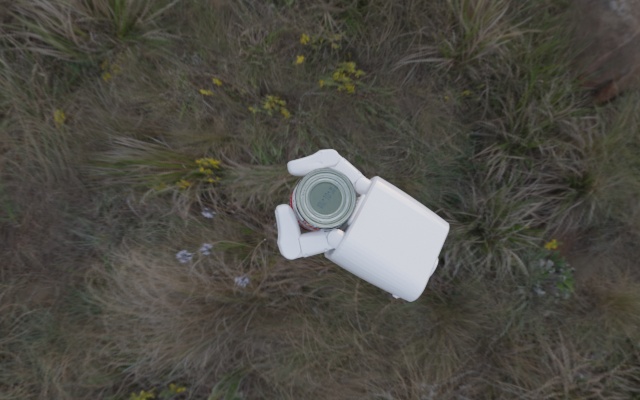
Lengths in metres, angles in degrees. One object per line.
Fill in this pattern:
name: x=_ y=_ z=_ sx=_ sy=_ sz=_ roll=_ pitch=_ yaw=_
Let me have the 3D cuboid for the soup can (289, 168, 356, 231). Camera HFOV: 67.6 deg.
soup can: x=0.000 y=0.001 z=0.553 sx=0.068 sy=0.068 sz=0.102 roll=0 pitch=-5 yaw=-7
